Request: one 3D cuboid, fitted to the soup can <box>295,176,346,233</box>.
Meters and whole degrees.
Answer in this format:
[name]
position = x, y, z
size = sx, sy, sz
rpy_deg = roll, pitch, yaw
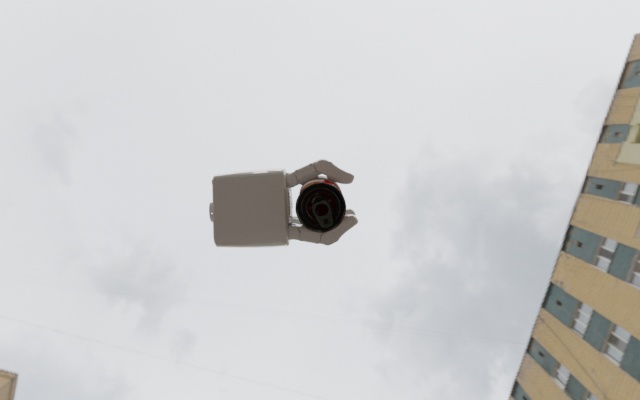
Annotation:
[soup can]
position = 0.001, 0.002, 0.683
size = 0.068, 0.068, 0.102
rpy_deg = 0, 9, 0
